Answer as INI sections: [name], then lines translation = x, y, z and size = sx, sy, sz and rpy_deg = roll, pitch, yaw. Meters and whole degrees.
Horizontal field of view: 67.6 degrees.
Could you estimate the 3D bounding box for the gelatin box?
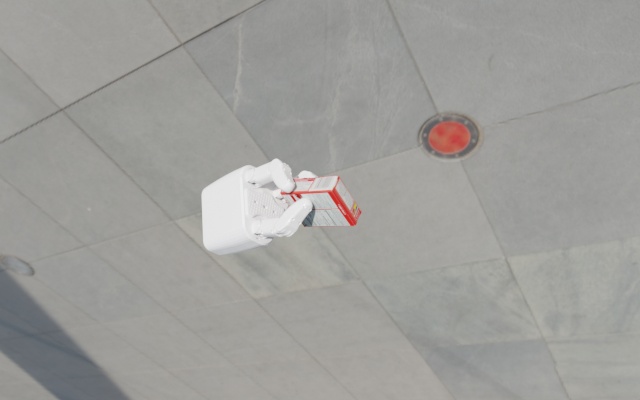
[gelatin box]
translation = 0.000, 0.002, 0.645
size = 0.089, 0.030, 0.073
rpy_deg = -2, -42, 36
